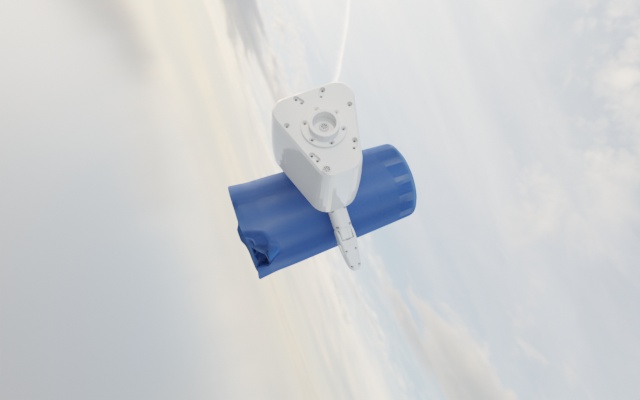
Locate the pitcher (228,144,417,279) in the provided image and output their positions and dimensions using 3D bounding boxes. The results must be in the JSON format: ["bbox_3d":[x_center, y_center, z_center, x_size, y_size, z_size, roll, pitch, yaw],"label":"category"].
[{"bbox_3d":[0.000,0.002,0.671,0.243,0.149,0.145,-19,-18,-8],"label":"pitcher"}]
